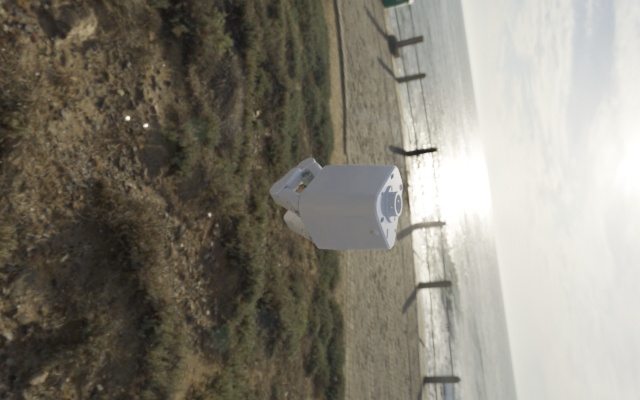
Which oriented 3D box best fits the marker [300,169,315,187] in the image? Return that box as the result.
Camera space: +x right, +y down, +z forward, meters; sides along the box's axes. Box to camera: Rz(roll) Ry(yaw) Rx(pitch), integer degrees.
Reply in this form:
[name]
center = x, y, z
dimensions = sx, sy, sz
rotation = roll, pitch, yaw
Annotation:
[marker]
center = 0.000, 0.002, 0.709
dimensions = 0.020, 0.020, 0.121
rotation = 0, -41, 27
